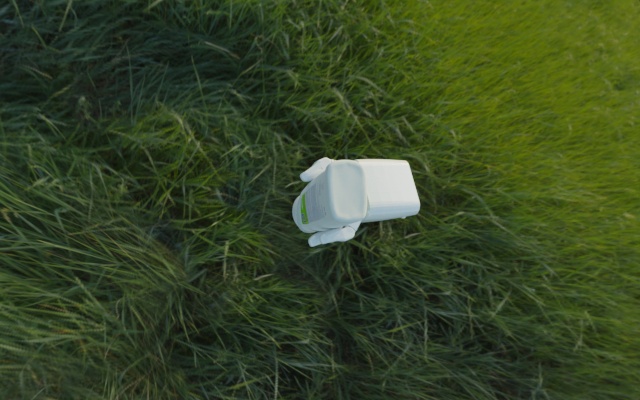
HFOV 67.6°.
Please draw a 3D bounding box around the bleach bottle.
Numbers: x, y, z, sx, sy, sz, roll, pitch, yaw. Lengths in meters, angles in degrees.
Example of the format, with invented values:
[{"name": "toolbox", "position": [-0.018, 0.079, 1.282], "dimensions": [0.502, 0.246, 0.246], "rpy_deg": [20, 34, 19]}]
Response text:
[{"name": "bleach bottle", "position": [0.000, 0.003, 0.849], "dimensions": [0.068, 0.102, 0.251], "rpy_deg": [-1, -7, -20]}]
